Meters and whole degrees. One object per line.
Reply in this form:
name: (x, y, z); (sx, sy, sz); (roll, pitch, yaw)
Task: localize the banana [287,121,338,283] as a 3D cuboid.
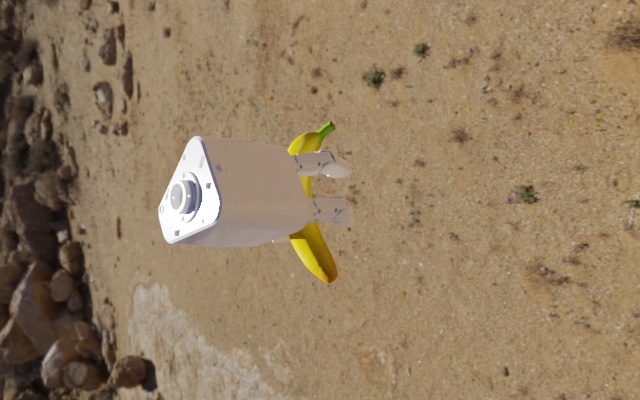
banana: (-0.016, 0.001, 0.574); (0.069, 0.197, 0.037); (-8, -14, 29)
